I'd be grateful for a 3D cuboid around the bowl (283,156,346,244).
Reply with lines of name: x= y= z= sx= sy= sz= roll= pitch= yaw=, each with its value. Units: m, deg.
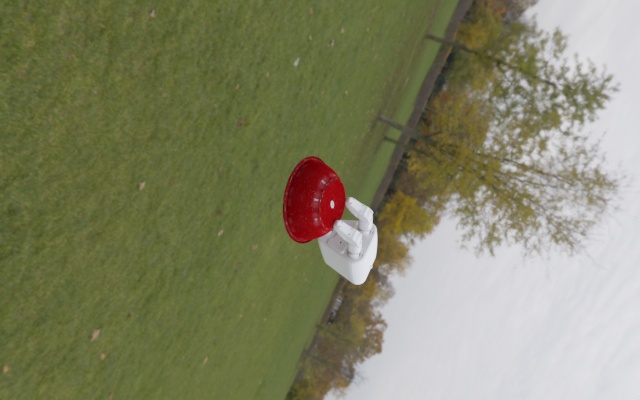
bowl: x=0.000 y=0.002 z=0.858 sx=0.055 sy=0.162 sz=0.162 roll=9 pitch=5 yaw=31
